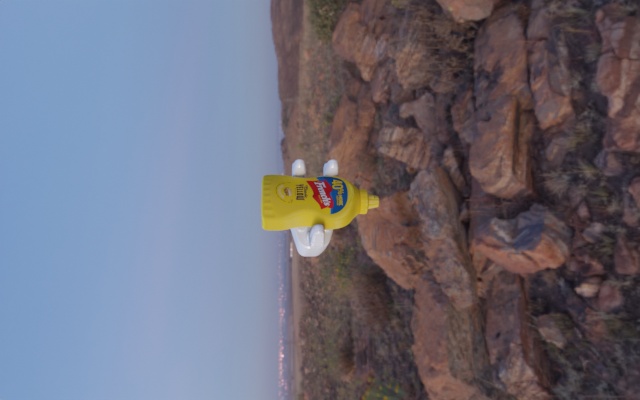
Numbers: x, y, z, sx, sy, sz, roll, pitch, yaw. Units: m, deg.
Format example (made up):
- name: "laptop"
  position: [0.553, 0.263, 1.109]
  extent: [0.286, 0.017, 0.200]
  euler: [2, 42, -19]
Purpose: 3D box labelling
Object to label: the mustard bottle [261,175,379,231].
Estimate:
- name: "mustard bottle"
  position: [0.000, 0.002, 0.780]
  extent: [0.191, 0.096, 0.058]
  euler: [0, -41, -5]
